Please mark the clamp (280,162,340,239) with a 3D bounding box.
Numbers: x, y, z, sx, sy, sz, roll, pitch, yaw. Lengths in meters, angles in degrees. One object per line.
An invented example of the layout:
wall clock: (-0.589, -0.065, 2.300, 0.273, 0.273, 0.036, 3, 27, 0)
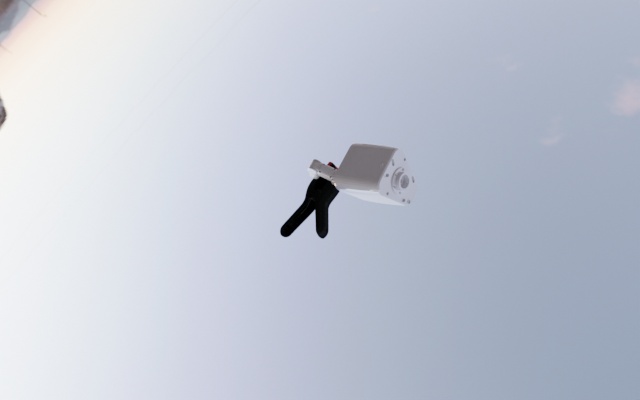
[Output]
clamp: (0.000, 0.003, 0.899, 0.120, 0.171, 0.039, 13, -23, 46)
